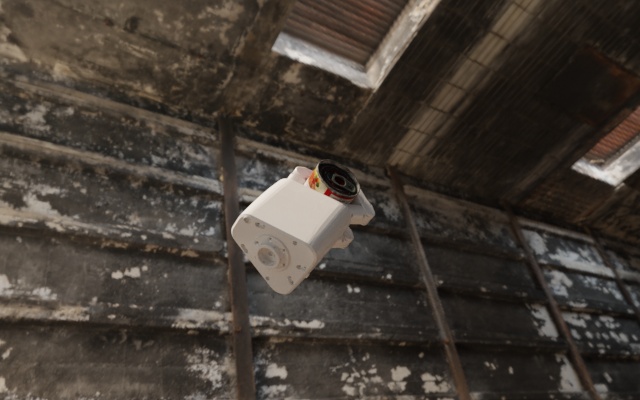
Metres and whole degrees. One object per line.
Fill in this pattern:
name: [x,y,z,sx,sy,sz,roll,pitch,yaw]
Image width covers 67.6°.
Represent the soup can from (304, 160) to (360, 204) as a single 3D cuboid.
soup can: [0.000,0.002,0.671,0.068,0.068,0.102,0,-41,-41]
